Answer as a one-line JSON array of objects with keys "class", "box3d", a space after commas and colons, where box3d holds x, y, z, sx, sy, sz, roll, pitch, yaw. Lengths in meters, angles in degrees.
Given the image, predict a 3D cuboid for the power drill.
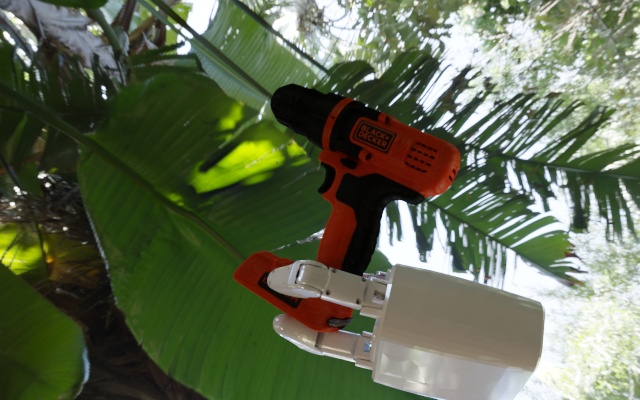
[{"class": "power drill", "box3d": [0.000, 0.002, 0.414, 0.184, 0.187, 0.057, 27, 2, 26]}]
